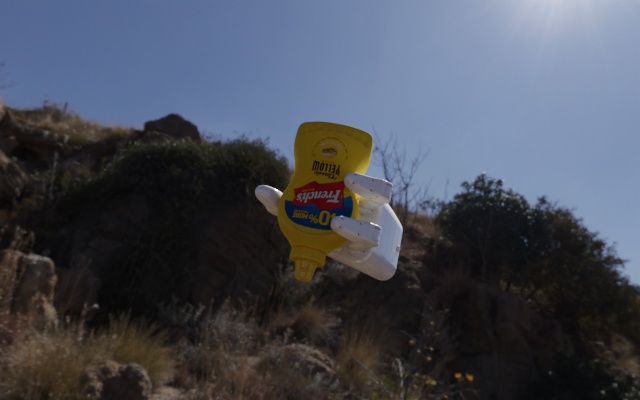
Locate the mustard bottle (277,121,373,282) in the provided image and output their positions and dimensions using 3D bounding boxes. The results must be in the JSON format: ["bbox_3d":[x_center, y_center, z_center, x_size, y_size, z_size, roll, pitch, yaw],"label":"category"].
[{"bbox_3d":[0.000,0.002,0.571,0.096,0.191,0.058,11,-19,5],"label":"mustard bottle"}]
